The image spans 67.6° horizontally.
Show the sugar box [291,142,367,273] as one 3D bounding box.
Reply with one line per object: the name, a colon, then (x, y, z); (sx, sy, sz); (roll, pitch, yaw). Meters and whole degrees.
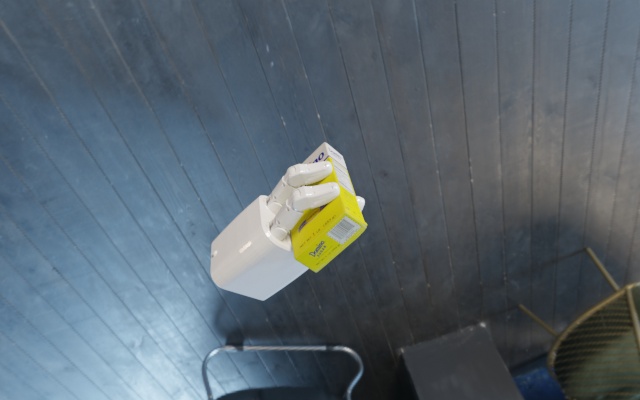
sugar box: (0.000, 0.002, 0.641); (0.048, 0.093, 0.176); (35, 22, -31)
